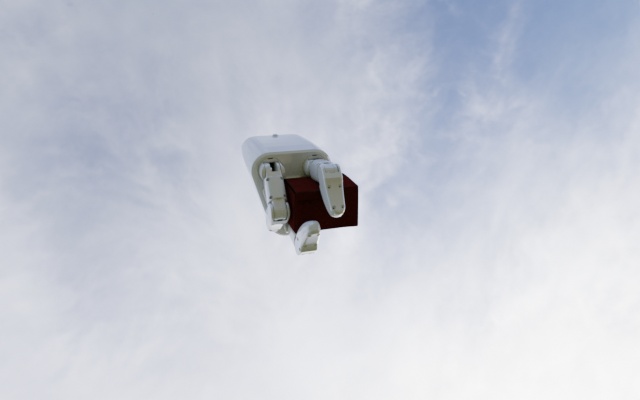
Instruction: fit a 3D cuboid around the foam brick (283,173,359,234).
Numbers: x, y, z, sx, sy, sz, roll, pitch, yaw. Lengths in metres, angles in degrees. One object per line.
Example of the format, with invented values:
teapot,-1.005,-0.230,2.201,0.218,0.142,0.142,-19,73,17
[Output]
foam brick,0.000,0.002,0.562,0.078,0.053,0.051,-6,22,-17
